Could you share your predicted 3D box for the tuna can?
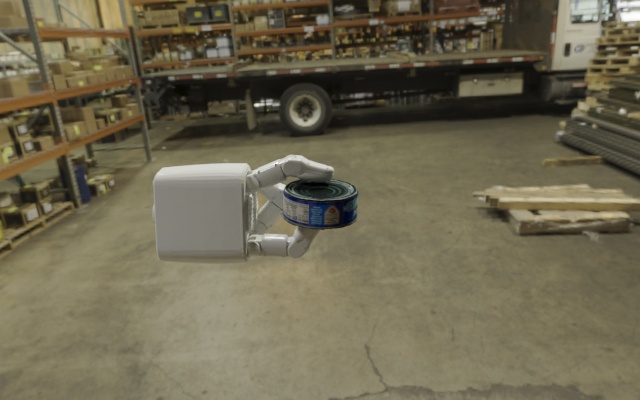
[{"bbox_3d":[0.000,0.001,0.540,0.086,0.034,0.086,1,19,-1],"label":"tuna can"}]
